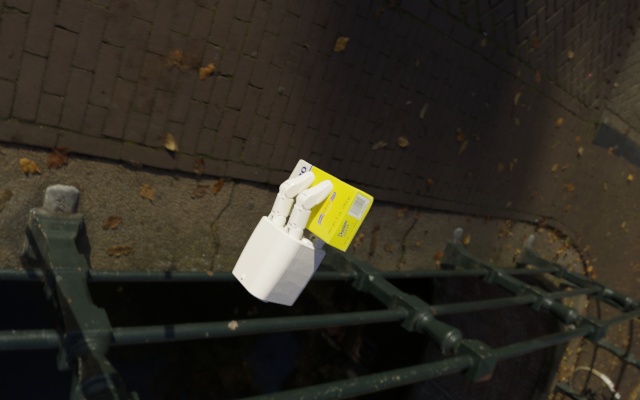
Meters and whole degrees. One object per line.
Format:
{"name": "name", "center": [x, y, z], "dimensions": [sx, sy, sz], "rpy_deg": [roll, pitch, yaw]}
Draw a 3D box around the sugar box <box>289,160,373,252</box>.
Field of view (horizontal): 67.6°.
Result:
{"name": "sugar box", "center": [0.000, 0.002, 0.767], "dimensions": [0.048, 0.093, 0.176], "rpy_deg": [29, 1, -40]}
